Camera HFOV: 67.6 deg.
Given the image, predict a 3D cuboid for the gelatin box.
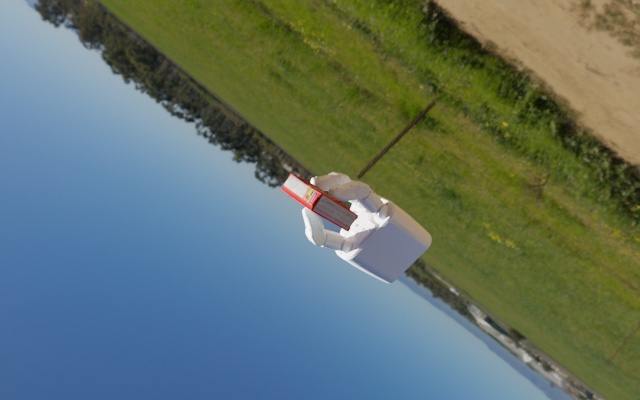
[{"bbox_3d":[0.000,0.002,0.658,0.089,0.030,0.073,30,4,-46],"label":"gelatin box"}]
